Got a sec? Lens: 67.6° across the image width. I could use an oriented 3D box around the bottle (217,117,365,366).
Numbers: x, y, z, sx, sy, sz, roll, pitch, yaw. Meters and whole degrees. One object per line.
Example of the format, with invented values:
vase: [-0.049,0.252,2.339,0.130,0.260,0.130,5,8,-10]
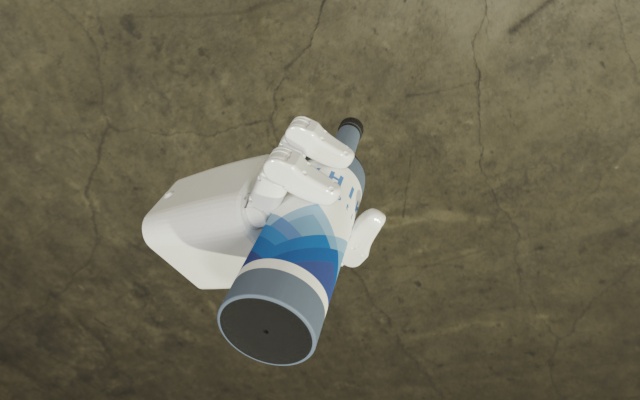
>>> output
bottle: [0.000,0.002,0.419,0.069,0.069,0.295,0,34,17]
